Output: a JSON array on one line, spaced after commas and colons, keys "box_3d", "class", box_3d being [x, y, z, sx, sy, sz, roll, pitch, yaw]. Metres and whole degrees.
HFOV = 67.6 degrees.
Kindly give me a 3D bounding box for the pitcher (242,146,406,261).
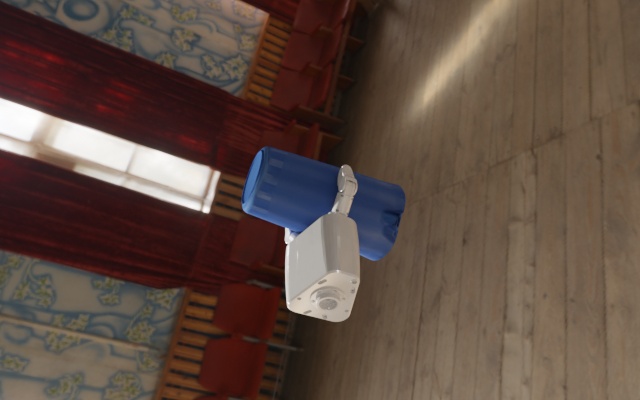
[{"box_3d": [0.000, 0.003, 0.775, 0.243, 0.145, 0.149, 19, -50, -18], "class": "pitcher"}]
